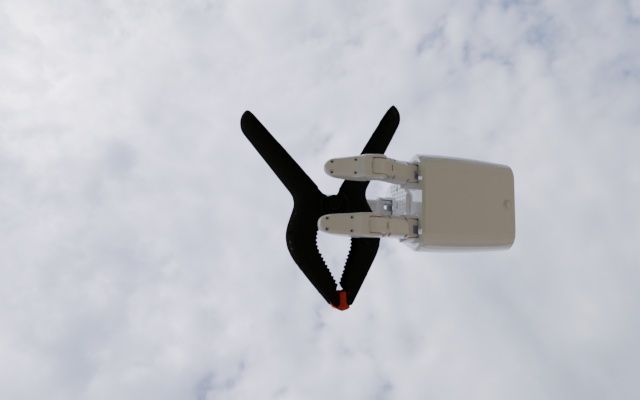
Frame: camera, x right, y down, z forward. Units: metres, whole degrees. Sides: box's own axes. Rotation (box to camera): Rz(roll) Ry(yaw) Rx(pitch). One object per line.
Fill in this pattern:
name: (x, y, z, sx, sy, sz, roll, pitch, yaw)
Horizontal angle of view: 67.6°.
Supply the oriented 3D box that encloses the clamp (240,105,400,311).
clamp: (0.000, 0.002, 0.475, 0.164, 0.210, 0.036, 3, -7, -10)
